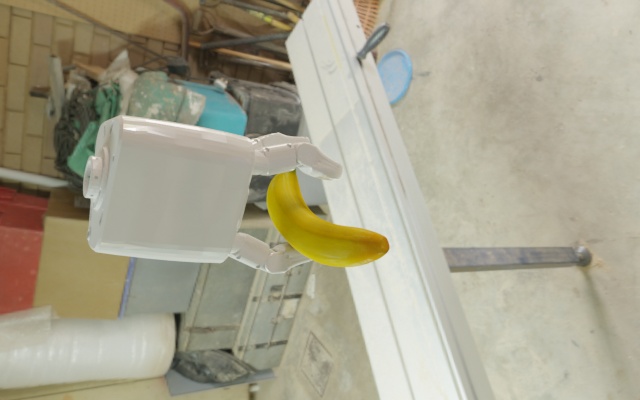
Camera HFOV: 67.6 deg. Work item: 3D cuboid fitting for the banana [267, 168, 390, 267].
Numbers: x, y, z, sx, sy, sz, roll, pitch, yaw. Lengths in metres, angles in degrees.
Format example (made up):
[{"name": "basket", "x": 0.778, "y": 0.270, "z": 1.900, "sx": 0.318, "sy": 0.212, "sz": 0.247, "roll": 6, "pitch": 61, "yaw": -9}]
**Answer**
[{"name": "banana", "x": -0.009, "y": 0.016, "z": 0.448, "sx": 0.037, "sy": 0.070, "sz": 0.197, "roll": 13, "pitch": 20, "yaw": -35}]
